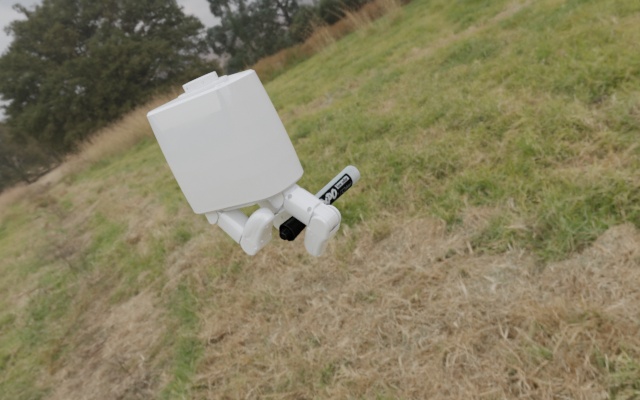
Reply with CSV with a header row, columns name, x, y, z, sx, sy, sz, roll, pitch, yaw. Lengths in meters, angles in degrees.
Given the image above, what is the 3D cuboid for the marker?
name,x,y,z,sx,sy,sz,roll,pitch,yaw
marker,0.000,0.002,0.469,0.020,0.020,0.121,0,31,42
